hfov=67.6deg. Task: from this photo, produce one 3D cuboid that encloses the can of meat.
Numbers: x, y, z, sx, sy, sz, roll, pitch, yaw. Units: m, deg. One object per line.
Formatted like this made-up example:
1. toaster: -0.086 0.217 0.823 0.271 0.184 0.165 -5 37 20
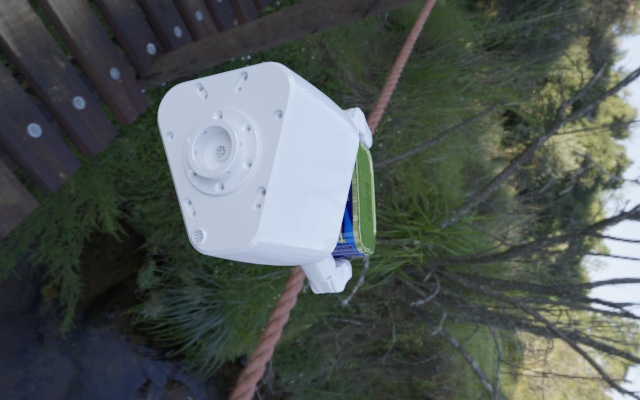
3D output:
1. can of meat: 0.000 0.001 0.411 0.084 0.102 0.057 -7 -14 21
